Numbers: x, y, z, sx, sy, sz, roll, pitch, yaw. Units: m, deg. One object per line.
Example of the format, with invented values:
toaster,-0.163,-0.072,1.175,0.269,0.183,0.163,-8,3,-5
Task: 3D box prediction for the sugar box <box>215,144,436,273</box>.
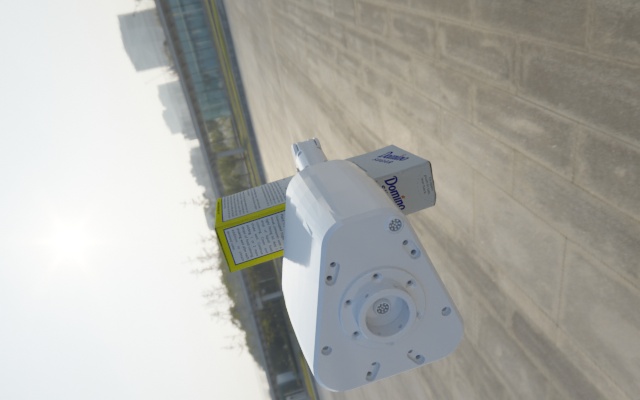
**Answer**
sugar box,0.000,0.002,0.412,0.176,0.048,0.093,-15,18,-7
